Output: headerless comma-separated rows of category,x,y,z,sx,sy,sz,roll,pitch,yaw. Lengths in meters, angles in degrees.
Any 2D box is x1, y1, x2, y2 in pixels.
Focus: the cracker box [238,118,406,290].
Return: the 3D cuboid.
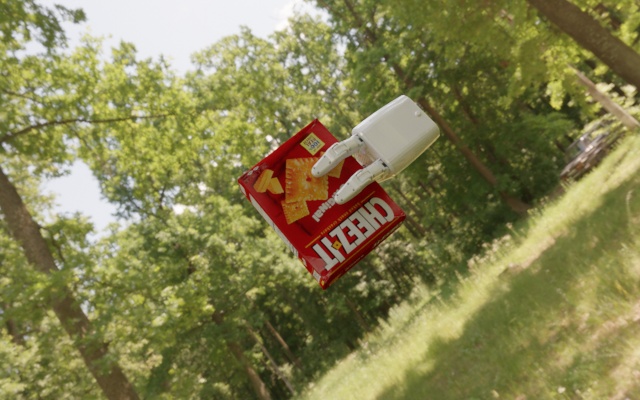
cracker box,0.000,0.002,0.745,0.164,0.213,0.072,-39,-14,-12
